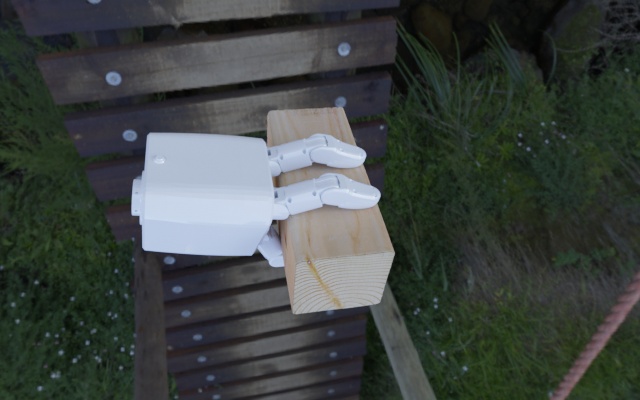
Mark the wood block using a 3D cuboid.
[{"bbox_3d":[0.000,0.002,0.502,0.090,0.206,0.091,-5,-41,-10],"label":"wood block"}]
